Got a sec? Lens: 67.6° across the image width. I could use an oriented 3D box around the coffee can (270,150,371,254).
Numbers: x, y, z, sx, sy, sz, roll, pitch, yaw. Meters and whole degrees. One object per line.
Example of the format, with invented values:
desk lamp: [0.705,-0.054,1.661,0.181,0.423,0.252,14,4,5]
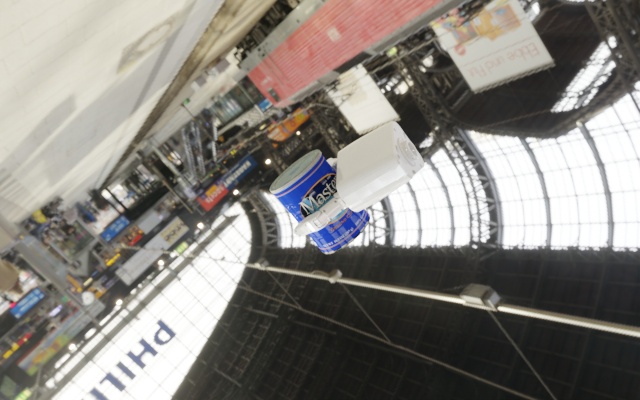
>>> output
coffee can: [0.000,0.003,0.784,0.103,0.140,0.102,-36,16,12]
